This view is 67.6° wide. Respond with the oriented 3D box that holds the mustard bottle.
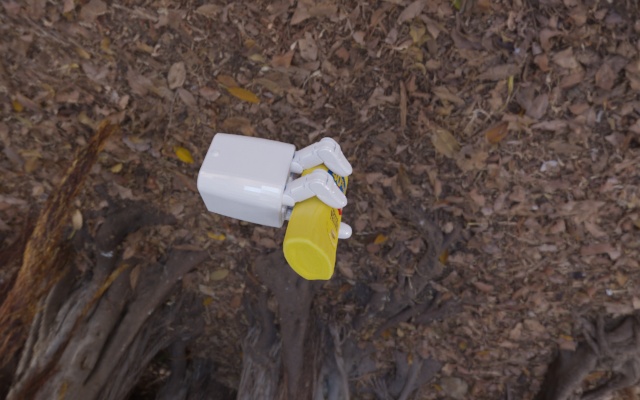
[{"bbox_3d":[0.000,0.002,0.637,0.058,0.191,0.096,-4,-40,20],"label":"mustard bottle"}]
